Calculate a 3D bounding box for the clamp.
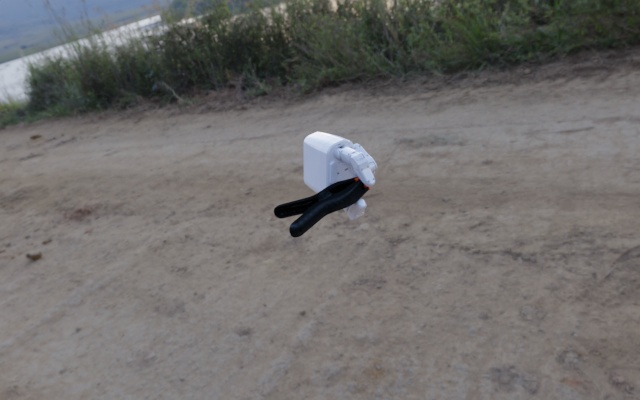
[{"bbox_3d":[0.000,0.002,0.823,0.171,0.039,0.120,-27,29,-20],"label":"clamp"}]
